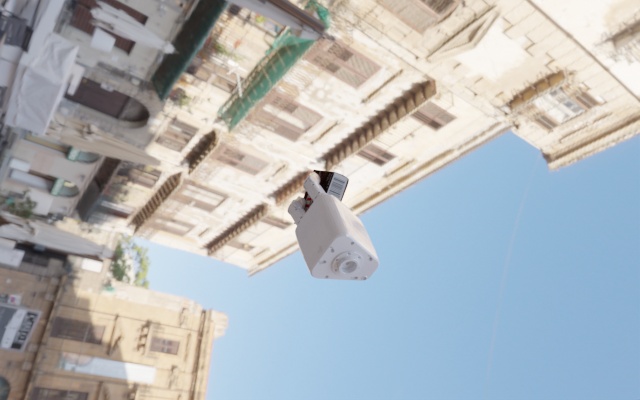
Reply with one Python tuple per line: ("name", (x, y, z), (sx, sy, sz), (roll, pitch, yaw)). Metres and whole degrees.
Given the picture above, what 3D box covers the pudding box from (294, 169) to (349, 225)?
("pudding box", (0.000, 0.003, 0.862), (0.039, 0.113, 0.090), (24, -4, -26))
